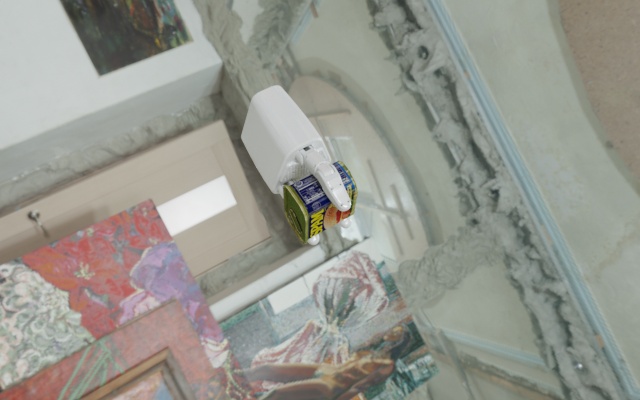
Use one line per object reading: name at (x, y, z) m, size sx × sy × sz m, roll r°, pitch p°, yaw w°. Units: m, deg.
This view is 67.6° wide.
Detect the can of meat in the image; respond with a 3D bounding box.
can of meat at (0.000, 0.002, 0.644) m, size 0.084 × 0.057 × 0.102 m, roll -28°, pitch -25°, yaw -17°
